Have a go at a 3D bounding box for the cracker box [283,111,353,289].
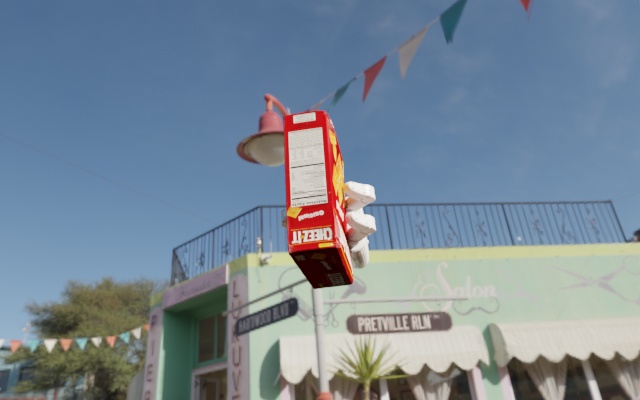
[{"bbox_3d":[0.000,0.002,0.701,0.072,0.213,0.164,-8,-27,8],"label":"cracker box"}]
